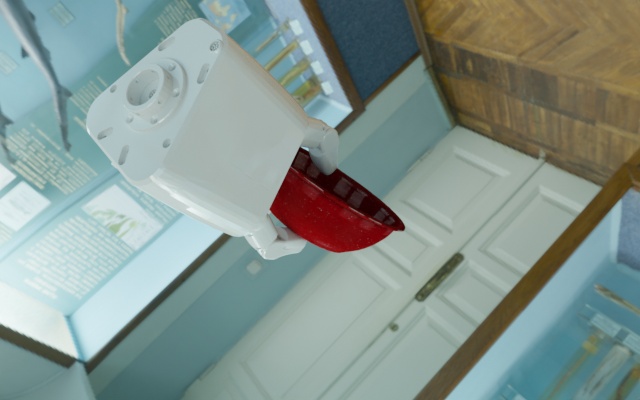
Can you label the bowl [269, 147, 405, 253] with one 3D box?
[{"bbox_3d":[0.001,0.002,0.462,0.162,0.055,0.162,32,12,-7],"label":"bowl"}]
